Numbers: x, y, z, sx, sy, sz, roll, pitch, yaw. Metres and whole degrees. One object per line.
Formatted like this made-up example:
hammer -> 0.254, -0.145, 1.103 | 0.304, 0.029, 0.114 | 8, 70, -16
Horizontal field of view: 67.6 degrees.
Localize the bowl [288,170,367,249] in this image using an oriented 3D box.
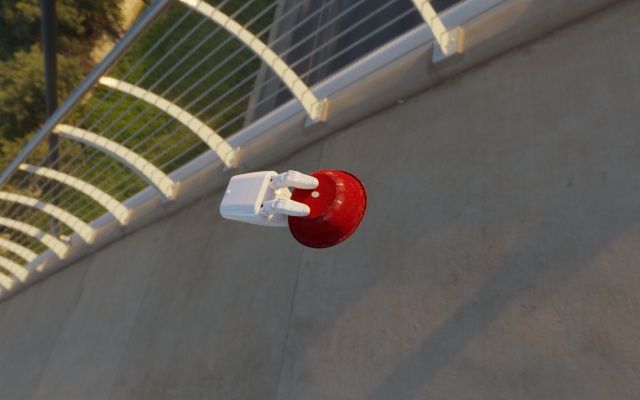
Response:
bowl -> 0.001, 0.002, 0.862 | 0.162, 0.162, 0.055 | 0, -27, 28
